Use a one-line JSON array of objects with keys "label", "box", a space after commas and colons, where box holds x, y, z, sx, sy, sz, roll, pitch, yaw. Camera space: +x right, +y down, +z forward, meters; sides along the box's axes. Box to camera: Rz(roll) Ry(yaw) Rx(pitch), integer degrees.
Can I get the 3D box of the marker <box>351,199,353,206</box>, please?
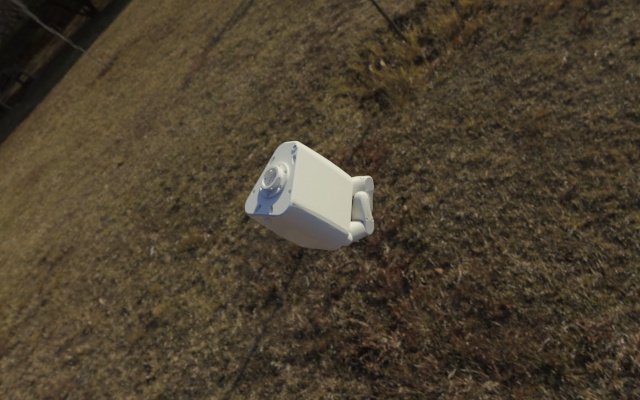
[{"label": "marker", "box": [0.000, 0.002, 0.697, 0.020, 0.020, 0.121, 0, 0, -44]}]
